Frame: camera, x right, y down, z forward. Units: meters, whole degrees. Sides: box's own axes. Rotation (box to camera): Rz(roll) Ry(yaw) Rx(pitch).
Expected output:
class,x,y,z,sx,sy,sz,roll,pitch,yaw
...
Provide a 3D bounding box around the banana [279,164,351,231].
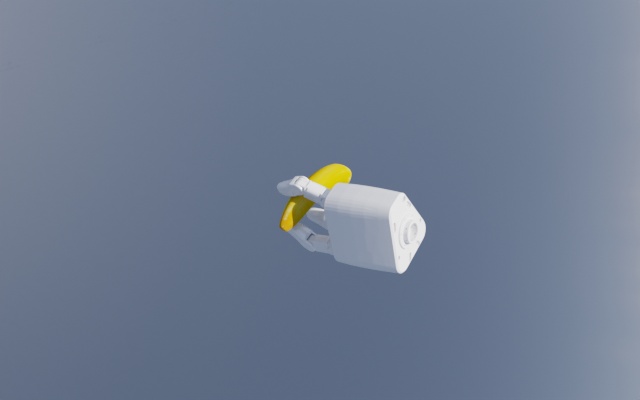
class,x,y,z,sx,sy,sz,roll,pitch,yaw
banana,0.001,-0.016,0.762,0.037,0.070,0.197,11,26,33
